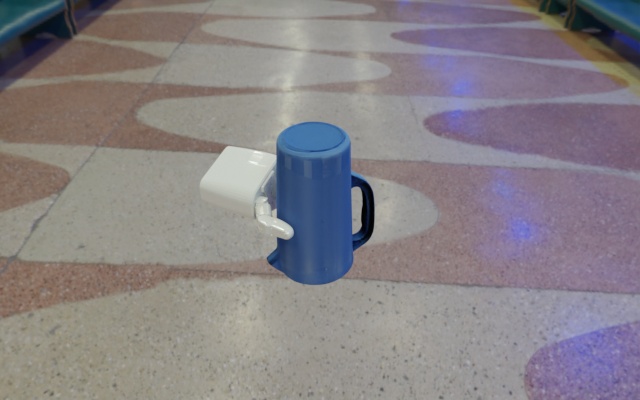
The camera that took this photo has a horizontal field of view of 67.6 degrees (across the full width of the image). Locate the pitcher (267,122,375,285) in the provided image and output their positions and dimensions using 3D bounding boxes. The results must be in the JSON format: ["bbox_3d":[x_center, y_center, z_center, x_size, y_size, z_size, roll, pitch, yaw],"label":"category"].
[{"bbox_3d":[0.000,0.002,0.757,0.145,0.243,0.149,16,39,21],"label":"pitcher"}]
